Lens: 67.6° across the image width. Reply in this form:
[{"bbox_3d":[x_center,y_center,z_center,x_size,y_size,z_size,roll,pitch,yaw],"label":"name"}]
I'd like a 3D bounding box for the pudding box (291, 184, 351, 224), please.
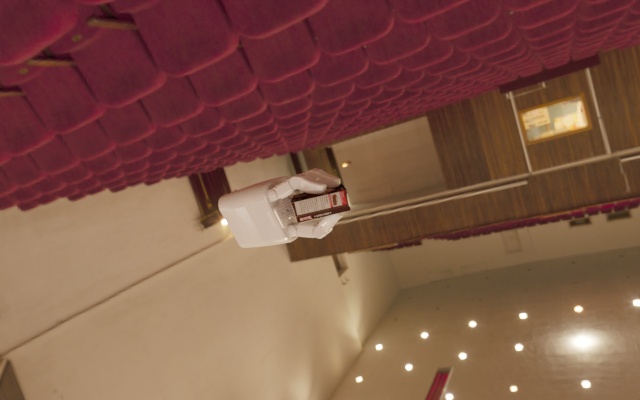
[{"bbox_3d":[0.000,0.003,0.788,0.090,0.039,0.113,-14,9,0],"label":"pudding box"}]
